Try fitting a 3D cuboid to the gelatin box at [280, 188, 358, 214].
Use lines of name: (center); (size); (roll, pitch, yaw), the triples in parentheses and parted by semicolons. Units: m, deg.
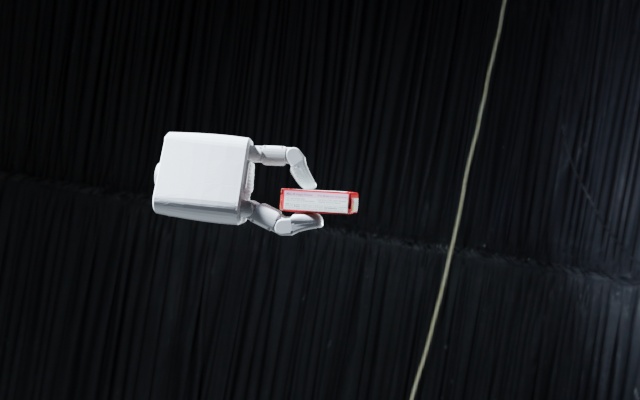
gelatin box: (0.000, 0.002, 0.611); (0.089, 0.030, 0.073); (3, 0, 11)
